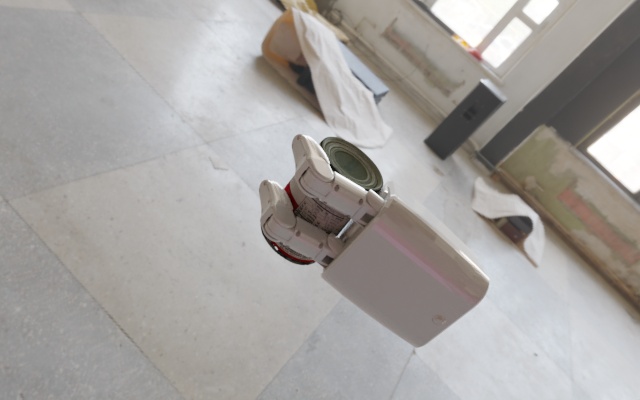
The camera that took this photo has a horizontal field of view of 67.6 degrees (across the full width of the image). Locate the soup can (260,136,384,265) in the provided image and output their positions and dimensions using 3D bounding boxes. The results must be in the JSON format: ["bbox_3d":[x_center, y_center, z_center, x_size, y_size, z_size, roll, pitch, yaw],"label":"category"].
[{"bbox_3d":[0.000,0.001,0.431,0.068,0.068,0.102,0,-41,-48],"label":"soup can"}]
